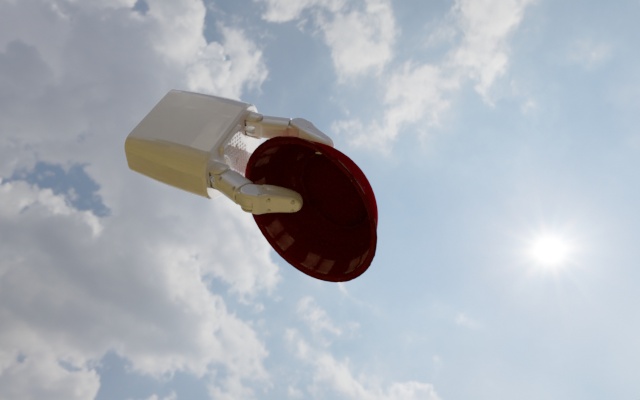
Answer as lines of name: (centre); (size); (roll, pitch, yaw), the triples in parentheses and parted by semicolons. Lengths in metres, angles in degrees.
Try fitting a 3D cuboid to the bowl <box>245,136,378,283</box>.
bowl: (0.001, 0.002, 0.485); (0.162, 0.162, 0.055); (0, 27, 41)
